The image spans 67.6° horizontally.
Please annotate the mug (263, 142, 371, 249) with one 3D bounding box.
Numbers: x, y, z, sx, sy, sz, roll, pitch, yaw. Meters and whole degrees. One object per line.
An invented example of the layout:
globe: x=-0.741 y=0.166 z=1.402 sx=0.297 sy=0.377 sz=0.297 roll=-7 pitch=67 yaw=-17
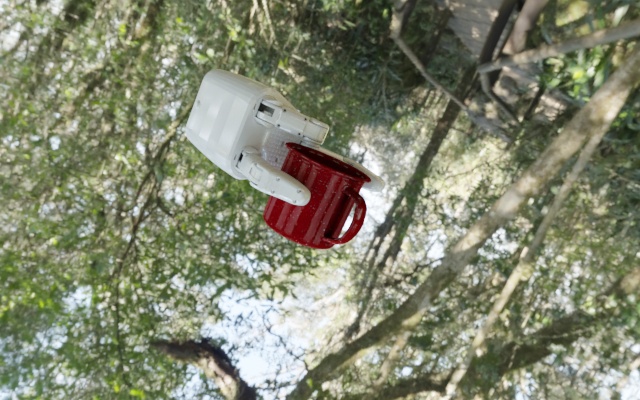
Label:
mug: x=0.001 y=0.002 z=0.476 sx=0.093 sy=0.081 sz=0.117 roll=11 pitch=17 yaw=-47
